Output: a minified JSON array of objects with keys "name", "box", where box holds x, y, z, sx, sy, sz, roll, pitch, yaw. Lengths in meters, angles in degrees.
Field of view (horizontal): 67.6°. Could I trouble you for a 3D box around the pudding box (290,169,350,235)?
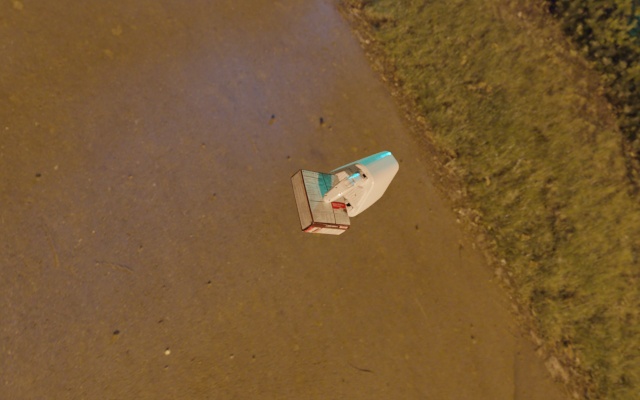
[{"name":"pudding box","box":[0.000,0.003,0.865,0.090,0.113,0.039,7,-33,-37]}]
